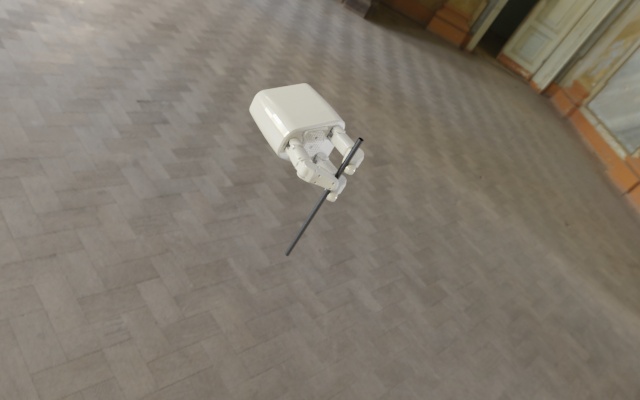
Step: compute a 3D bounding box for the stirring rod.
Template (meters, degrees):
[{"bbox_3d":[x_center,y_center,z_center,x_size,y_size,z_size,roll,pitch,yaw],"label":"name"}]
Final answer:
[{"bbox_3d":[0.000,0.002,0.709,0.011,0.240,0.011,22,35,-16],"label":"stirring rod"}]
